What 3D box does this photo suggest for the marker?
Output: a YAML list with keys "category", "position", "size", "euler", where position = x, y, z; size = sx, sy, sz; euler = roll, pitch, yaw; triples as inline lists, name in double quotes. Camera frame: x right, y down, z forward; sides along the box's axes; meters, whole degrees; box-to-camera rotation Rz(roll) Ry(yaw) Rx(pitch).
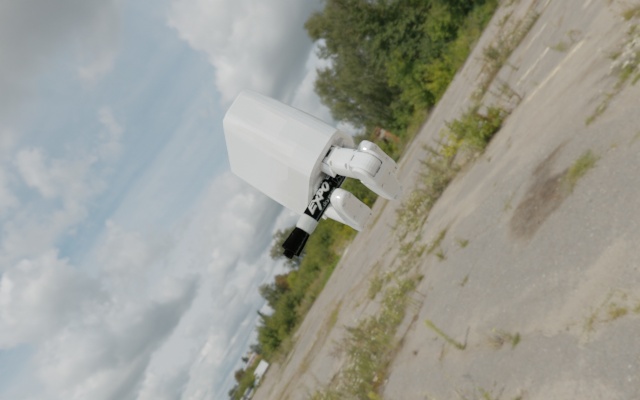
- category: "marker"
  position: [0.000, 0.002, 0.451]
  size: [0.020, 0.121, 0.020]
  euler: [30, -12, 7]
